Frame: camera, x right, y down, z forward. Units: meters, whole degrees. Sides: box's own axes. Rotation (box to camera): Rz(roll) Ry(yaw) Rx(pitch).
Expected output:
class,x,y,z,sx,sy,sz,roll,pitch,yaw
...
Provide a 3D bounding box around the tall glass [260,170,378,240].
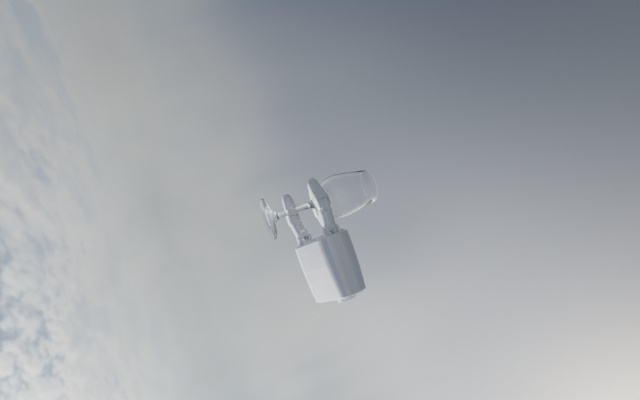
class,x,y,z,sx,sy,sz,roll,pitch,yaw
tall glass,-0.001,0.003,0.844,0.201,0.079,0.079,-19,6,-18
